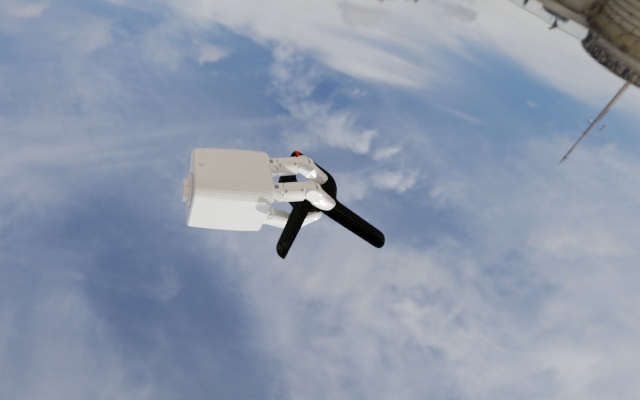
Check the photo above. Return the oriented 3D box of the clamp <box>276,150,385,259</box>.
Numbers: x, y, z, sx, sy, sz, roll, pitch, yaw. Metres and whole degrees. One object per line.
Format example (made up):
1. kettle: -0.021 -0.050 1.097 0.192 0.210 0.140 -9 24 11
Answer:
1. clamp: 0.000 0.003 0.729 0.164 0.209 0.036 2 -46 -19
